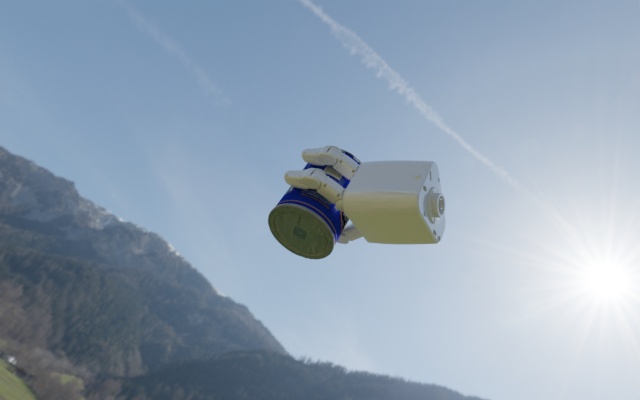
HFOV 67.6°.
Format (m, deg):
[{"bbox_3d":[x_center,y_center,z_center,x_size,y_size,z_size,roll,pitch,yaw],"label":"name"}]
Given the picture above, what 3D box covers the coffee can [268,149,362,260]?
[{"bbox_3d":[0.000,0.002,0.710,0.103,0.103,0.140,0,40,33],"label":"coffee can"}]
